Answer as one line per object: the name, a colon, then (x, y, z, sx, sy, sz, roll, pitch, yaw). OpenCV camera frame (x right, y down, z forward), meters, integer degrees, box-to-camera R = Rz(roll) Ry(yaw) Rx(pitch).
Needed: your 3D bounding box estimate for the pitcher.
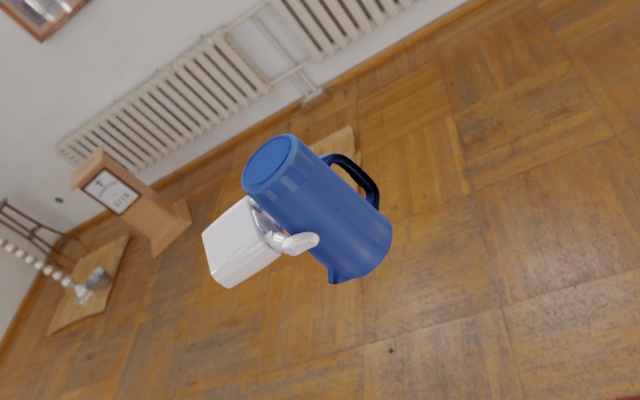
pitcher: (0.000, 0.003, 0.745, 0.145, 0.149, 0.243, -35, -54, 16)
